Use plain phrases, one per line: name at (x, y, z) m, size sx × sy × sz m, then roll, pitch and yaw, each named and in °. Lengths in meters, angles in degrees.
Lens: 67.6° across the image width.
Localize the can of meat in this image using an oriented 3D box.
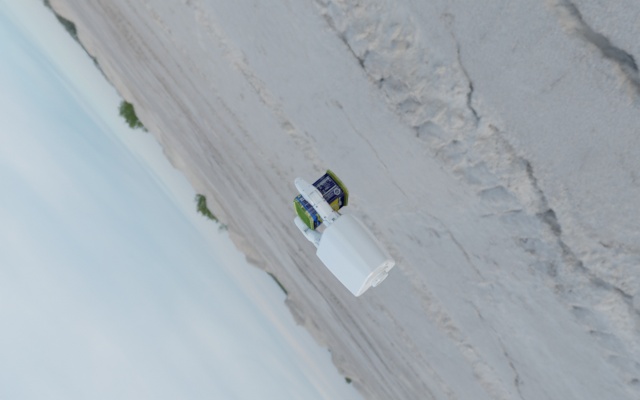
can of meat at (0.000, 0.003, 0.854) m, size 0.084 × 0.057 × 0.102 m, roll -39°, pitch -15°, yaw -11°
